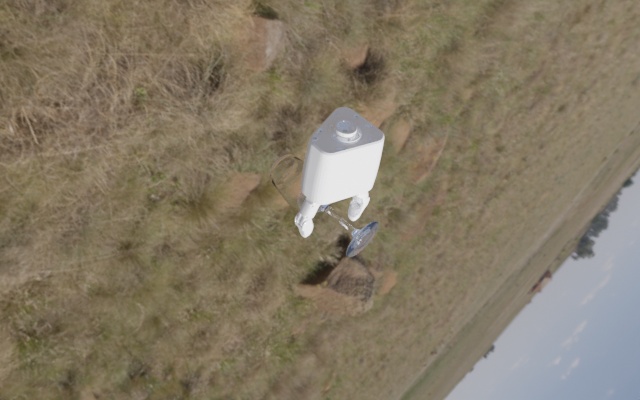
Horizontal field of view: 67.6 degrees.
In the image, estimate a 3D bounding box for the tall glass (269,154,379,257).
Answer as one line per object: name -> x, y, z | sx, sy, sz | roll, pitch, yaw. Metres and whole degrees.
tall glass -> 0.001, 0.003, 0.807 | 0.201, 0.079, 0.079 | 41, 19, 24
